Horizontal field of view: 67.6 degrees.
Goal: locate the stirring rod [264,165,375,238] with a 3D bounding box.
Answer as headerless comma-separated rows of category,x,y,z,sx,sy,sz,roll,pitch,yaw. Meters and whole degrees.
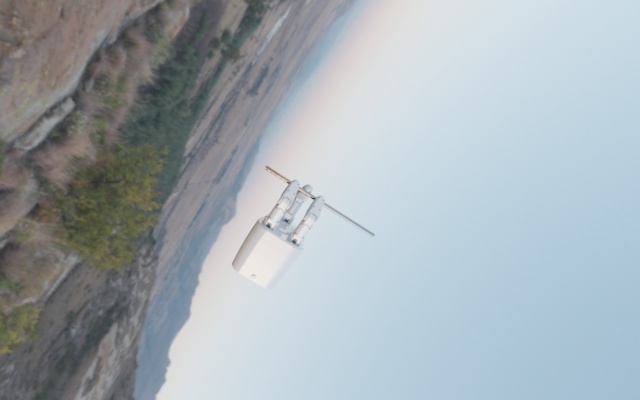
stirring rod,0.000,0.003,0.882,0.239,0.011,0.011,32,-6,-9
